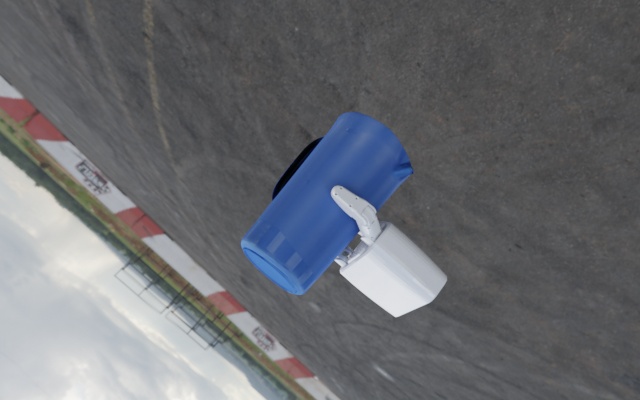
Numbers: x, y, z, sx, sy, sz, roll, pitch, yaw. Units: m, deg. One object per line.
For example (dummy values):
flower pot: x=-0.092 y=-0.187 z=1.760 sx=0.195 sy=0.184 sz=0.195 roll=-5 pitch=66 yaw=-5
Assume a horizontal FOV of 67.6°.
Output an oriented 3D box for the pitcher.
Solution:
pitcher: x=0.000 y=0.002 z=0.662 sx=0.145 sy=0.242 sz=0.149 roll=41 pitch=-20 yaw=-1
